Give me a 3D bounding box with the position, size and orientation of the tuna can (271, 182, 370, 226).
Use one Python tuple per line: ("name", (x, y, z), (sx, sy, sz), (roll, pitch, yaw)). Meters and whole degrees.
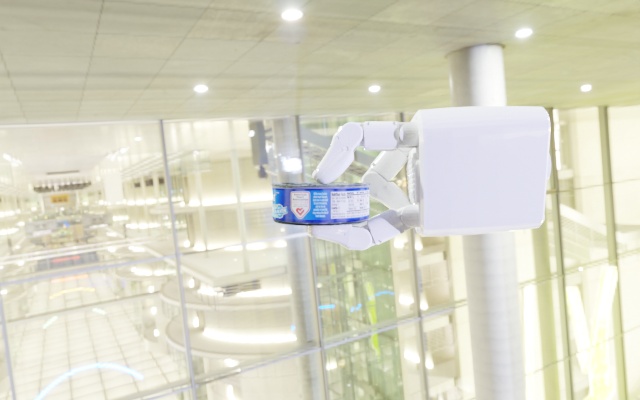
("tuna can", (0.000, 0.002, 0.417), (0.086, 0.034, 0.086), (0, 4, 0))
